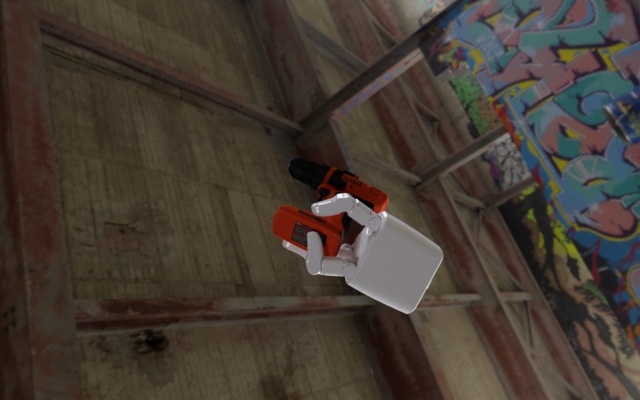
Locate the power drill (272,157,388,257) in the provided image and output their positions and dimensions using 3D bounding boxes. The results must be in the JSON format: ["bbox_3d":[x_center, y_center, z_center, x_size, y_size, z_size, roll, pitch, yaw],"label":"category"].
[{"bbox_3d":[0.000,0.003,0.759,0.184,0.057,0.187,24,35,14],"label":"power drill"}]
